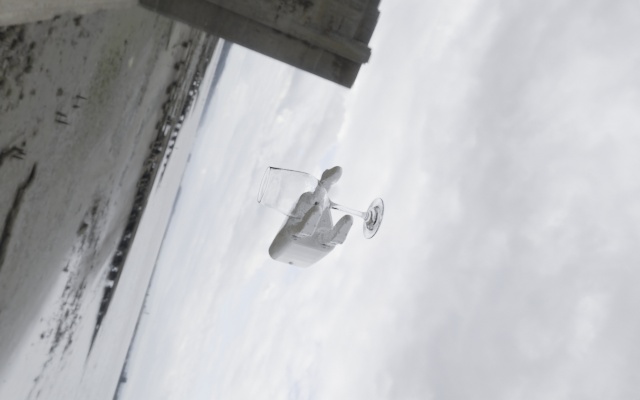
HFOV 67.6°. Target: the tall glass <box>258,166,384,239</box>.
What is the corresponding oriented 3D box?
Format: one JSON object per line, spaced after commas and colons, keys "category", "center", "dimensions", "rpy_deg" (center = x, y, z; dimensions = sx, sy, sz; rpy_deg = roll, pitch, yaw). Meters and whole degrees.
{"category": "tall glass", "center": [0.001, 0.003, 0.793], "dimensions": [0.201, 0.079, 0.079], "rpy_deg": [17, -5, -17]}
